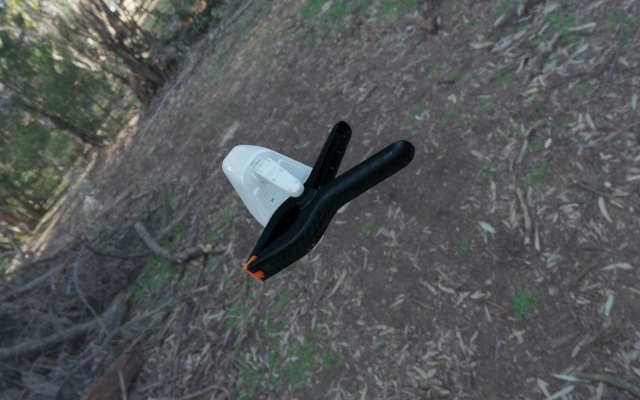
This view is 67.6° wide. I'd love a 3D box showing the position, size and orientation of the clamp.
[{"bbox_3d":[-0.001,0.002,0.502,0.036,0.210,0.164,41,-8,-25],"label":"clamp"}]
